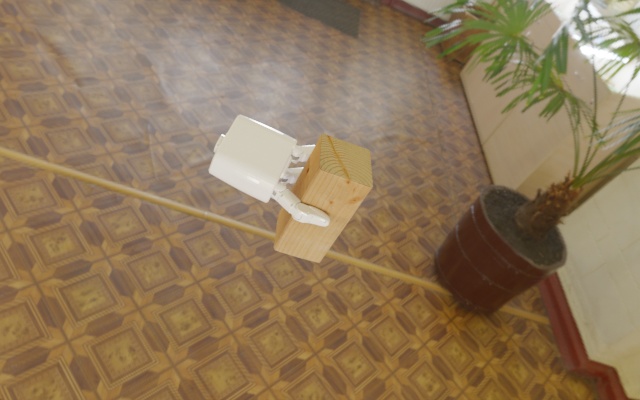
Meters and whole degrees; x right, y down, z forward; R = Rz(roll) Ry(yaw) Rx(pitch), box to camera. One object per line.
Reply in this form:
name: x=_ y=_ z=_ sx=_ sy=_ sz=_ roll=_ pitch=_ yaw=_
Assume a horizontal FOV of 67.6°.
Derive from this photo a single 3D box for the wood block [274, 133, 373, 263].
wood block: x=0.000 y=0.003 z=0.806 sx=0.090 sy=0.090 sz=0.206 roll=18 pitch=-47 yaw=-15
